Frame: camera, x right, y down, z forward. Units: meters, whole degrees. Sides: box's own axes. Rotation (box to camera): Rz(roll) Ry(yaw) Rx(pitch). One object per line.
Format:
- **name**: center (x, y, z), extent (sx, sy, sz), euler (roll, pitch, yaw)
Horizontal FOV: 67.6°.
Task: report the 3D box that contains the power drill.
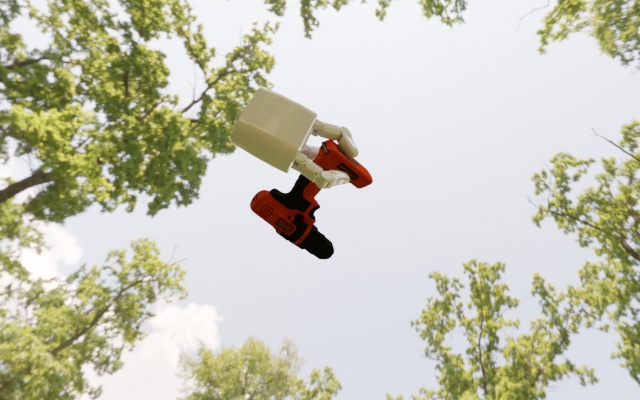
- **power drill**: center (0.000, 0.002, 0.829), extent (0.184, 0.188, 0.057), euler (38, 16, -24)
